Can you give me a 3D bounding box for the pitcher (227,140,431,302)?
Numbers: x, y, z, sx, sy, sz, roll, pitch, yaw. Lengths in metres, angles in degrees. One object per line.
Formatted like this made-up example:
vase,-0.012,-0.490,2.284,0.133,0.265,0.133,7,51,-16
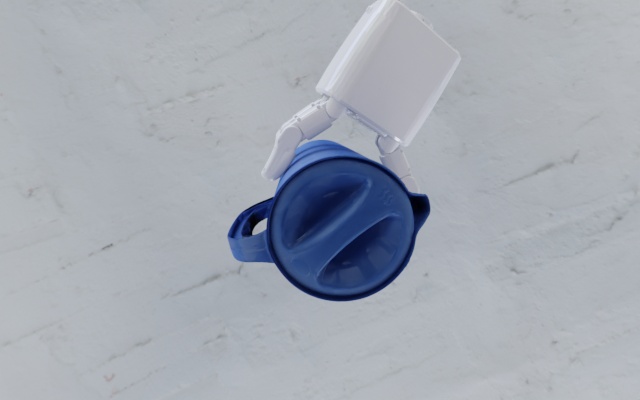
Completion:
pitcher,0.000,0.002,0.522,0.149,0.145,0.242,29,9,-11
